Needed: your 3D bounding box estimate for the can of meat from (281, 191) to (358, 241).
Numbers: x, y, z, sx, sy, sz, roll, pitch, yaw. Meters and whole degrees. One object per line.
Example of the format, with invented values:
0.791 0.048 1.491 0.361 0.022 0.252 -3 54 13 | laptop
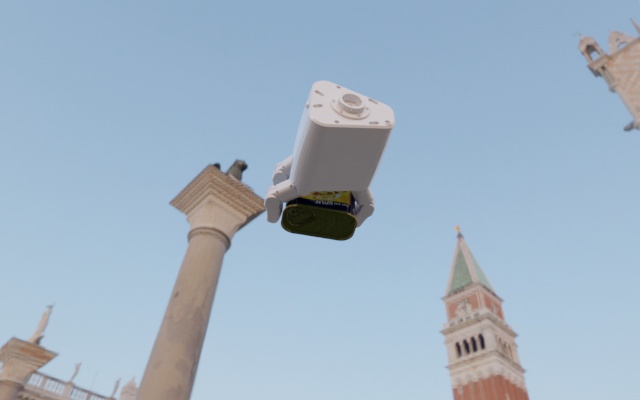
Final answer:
0.000 0.002 0.673 0.102 0.083 0.057 9 -44 -5 | can of meat
